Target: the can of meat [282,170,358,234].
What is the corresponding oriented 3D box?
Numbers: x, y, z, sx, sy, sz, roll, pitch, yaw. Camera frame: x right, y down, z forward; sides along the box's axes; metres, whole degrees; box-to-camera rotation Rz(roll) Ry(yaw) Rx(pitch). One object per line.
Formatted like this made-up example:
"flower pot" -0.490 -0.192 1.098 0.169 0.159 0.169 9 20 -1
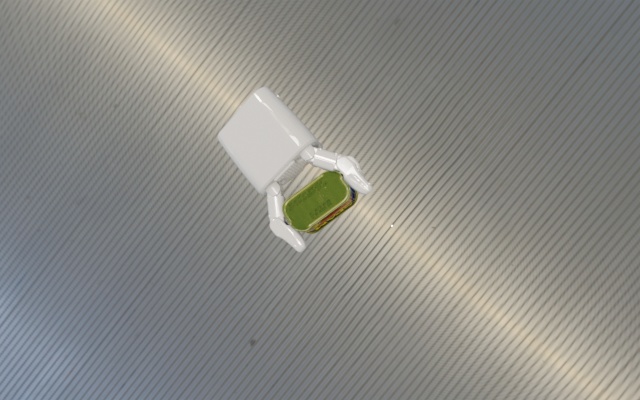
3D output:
"can of meat" 0.000 0.002 0.678 0.102 0.057 0.084 -37 -8 5
